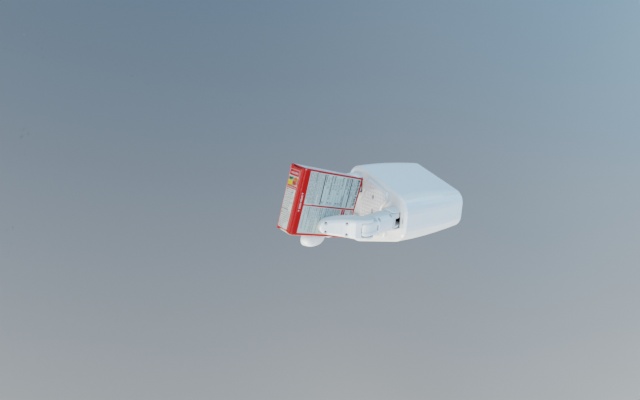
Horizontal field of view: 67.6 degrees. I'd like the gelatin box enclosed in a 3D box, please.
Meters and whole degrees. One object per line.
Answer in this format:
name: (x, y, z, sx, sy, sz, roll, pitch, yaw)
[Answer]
gelatin box: (0.000, 0.002, 0.534, 0.089, 0.073, 0.030, 6, 11, -42)
